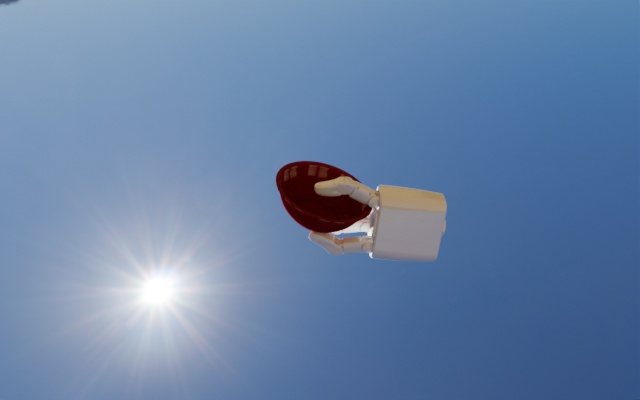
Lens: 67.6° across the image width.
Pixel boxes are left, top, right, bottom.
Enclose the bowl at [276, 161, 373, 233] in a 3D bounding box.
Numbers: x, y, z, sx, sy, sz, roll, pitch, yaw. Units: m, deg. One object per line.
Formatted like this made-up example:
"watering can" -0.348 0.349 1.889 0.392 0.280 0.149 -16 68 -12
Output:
"bowl" -0.001 0.002 0.773 0.162 0.055 0.162 14 34 -10
